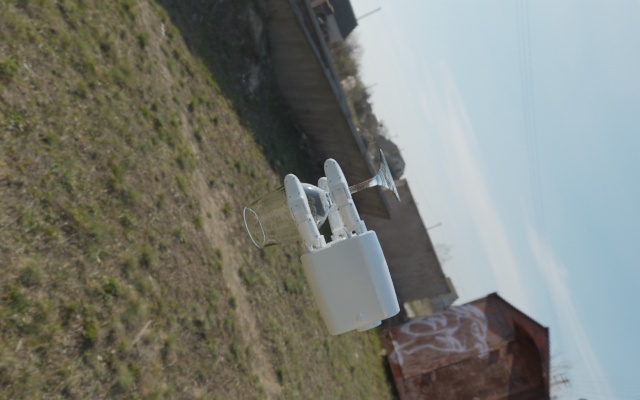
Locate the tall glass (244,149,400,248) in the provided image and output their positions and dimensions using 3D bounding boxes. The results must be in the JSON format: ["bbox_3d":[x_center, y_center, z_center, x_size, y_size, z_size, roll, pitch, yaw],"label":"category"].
[{"bbox_3d":[0.001,0.002,0.644,0.201,0.079,0.079,-21,-3,8],"label":"tall glass"}]
